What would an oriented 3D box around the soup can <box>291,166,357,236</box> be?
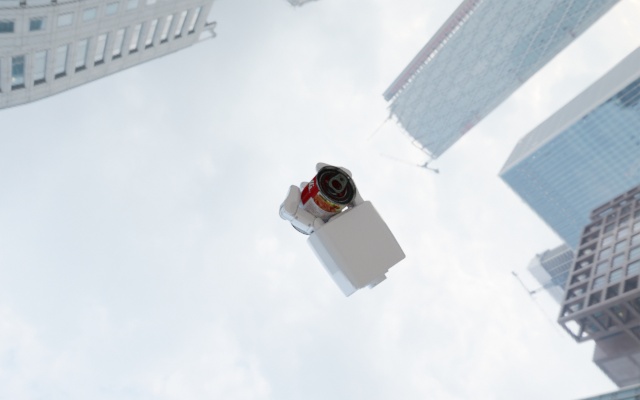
[{"bbox_3d":[0.000,0.002,0.733,0.068,0.068,0.102,0,-30,-34],"label":"soup can"}]
